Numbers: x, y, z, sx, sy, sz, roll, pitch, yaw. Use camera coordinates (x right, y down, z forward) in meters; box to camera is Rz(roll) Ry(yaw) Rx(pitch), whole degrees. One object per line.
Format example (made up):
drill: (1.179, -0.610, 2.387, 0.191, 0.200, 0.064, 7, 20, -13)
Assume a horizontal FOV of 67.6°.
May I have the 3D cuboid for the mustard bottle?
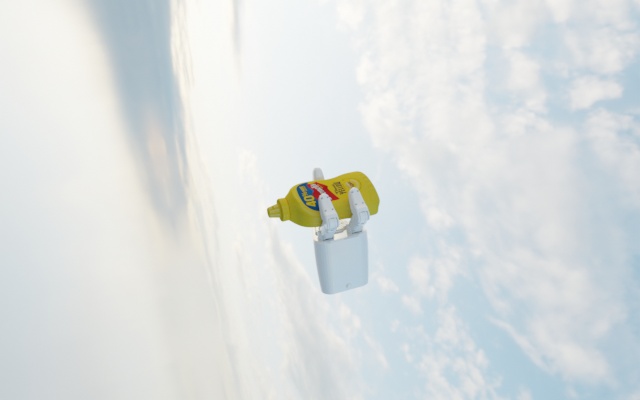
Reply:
mustard bottle: (0.000, 0.002, 0.839, 0.191, 0.058, 0.096, -12, 46, -17)
